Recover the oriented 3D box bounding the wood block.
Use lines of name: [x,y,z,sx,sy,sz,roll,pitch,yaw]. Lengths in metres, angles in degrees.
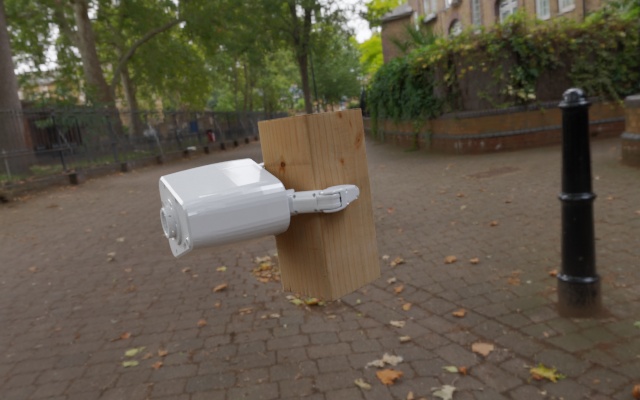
wood block: [0.000,0.002,0.568,0.090,0.206,0.091,-16,13,-42]
